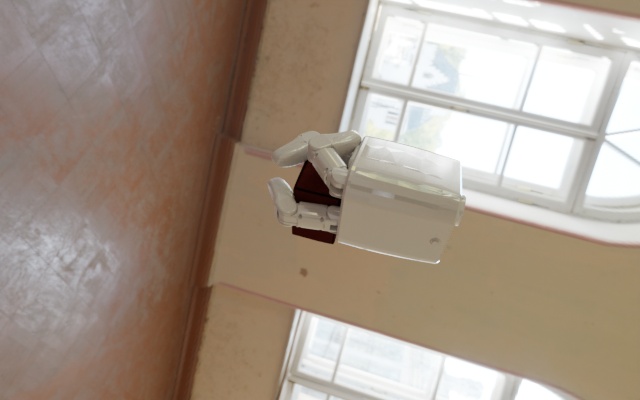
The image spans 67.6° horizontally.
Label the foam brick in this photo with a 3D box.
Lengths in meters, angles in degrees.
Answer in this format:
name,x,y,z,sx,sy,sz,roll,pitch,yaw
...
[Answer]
name,x,y,z,sx,sy,sz,roll,pitch,yaw
foam brick,0.000,0.002,0.531,0.051,0.053,0.078,13,-42,7
